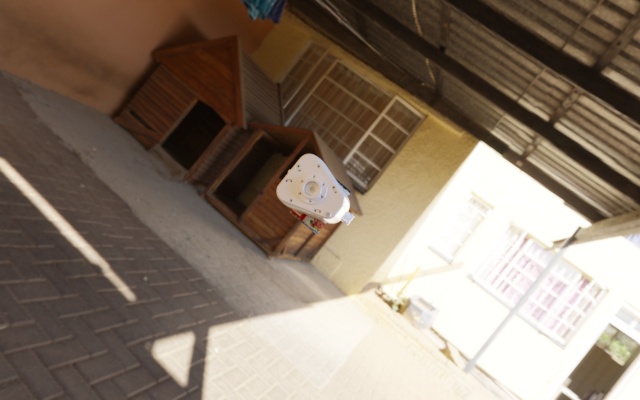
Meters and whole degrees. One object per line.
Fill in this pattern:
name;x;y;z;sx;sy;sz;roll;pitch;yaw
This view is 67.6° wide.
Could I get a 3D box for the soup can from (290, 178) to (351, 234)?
soup can;0.000;0.003;0.898;0.068;0.102;0.068;39;0;0
